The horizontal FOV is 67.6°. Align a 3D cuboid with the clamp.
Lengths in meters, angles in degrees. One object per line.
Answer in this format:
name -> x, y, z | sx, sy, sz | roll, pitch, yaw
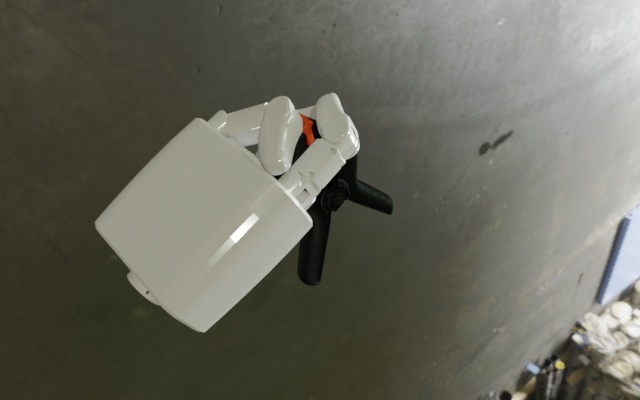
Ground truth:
clamp -> 0.000, 0.001, 0.416 | 0.039, 0.120, 0.172 | 25, -19, 41
